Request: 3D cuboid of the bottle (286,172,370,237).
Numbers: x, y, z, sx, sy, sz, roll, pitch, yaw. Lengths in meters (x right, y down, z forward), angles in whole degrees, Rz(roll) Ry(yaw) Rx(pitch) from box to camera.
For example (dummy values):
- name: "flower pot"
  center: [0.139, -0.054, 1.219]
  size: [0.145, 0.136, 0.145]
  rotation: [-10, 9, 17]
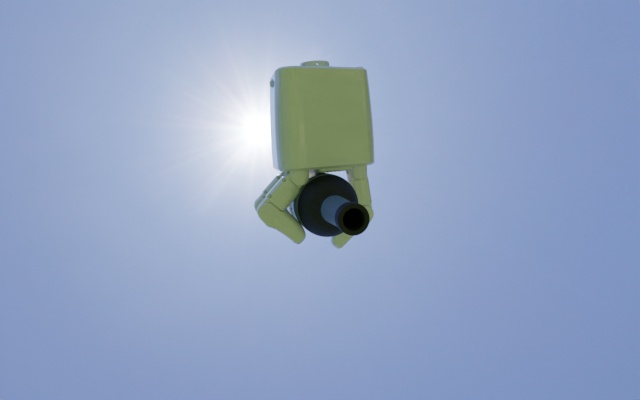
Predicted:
- name: "bottle"
  center: [0.000, 0.002, 0.537]
  size: [0.069, 0.069, 0.295]
  rotation: [0, 5, -11]
